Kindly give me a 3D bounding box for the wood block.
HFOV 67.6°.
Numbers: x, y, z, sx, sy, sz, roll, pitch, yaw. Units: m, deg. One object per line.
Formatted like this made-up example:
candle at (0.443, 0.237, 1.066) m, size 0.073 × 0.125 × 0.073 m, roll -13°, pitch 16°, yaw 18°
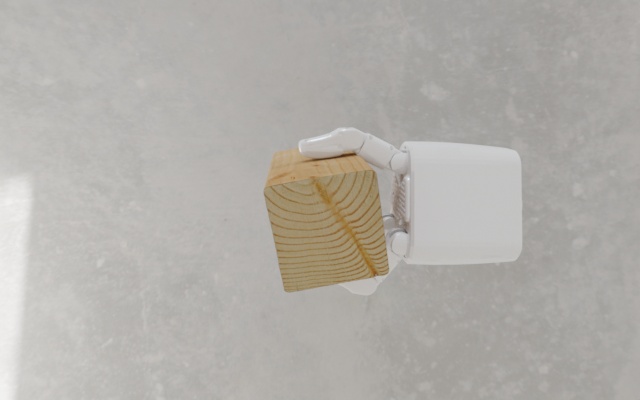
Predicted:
wood block at (0.000, 0.001, 0.475) m, size 0.090 × 0.091 × 0.206 m, roll -10°, pitch 13°, yaw -1°
